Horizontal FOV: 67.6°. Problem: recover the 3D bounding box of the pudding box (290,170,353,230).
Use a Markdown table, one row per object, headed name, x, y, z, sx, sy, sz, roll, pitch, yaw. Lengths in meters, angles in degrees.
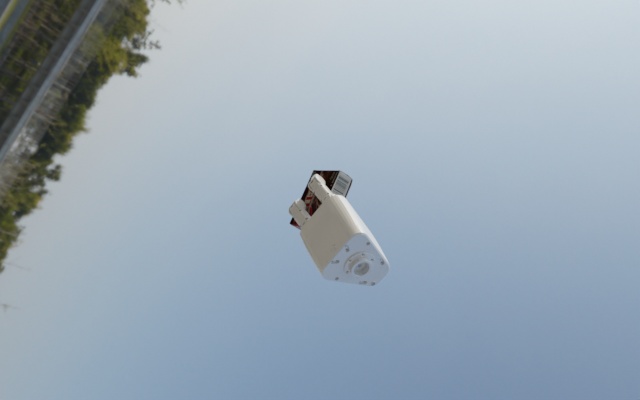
| name | x | y | z | sx | sy | sz | roll | pitch | yaw |
| --- | --- | --- | --- | --- | --- | --- | --- | --- | --- |
| pudding box | 0.000 | 0.003 | 0.840 | 0.039 | 0.113 | 0.090 | 32 | -13 | -30 |
